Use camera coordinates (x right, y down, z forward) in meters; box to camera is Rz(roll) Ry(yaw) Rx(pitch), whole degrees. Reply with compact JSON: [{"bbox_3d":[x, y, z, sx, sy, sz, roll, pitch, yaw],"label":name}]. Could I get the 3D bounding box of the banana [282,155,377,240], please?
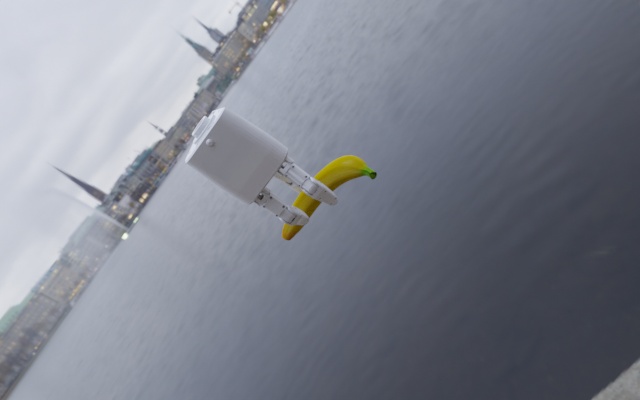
[{"bbox_3d":[0.003,-0.012,0.730,0.037,0.069,0.198,32,-53,-27],"label":"banana"}]
